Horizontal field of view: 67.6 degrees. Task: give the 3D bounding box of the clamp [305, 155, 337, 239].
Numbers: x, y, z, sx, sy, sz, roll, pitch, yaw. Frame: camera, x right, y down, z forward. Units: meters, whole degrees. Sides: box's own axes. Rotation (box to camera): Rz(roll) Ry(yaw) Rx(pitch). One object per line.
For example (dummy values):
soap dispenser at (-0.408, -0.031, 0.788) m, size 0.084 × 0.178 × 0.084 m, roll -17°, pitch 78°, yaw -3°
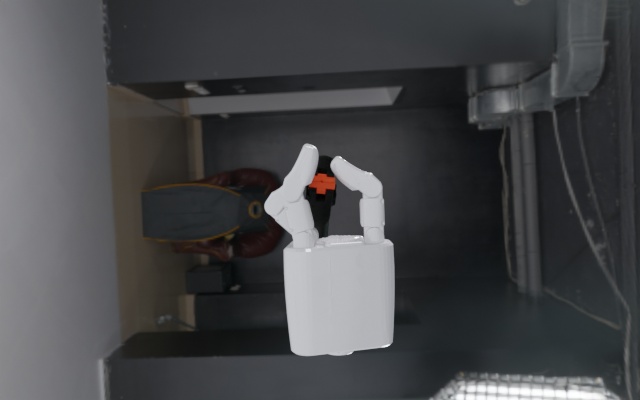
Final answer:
clamp at (0.001, 0.002, 0.568) m, size 0.039 × 0.120 × 0.171 m, roll -1°, pitch 1°, yaw 3°
